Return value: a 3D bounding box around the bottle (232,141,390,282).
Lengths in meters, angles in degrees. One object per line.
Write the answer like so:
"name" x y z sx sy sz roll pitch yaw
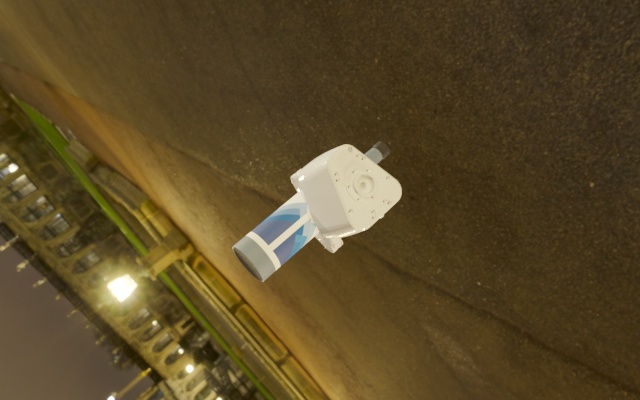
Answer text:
"bottle" 0.000 0.003 0.733 0.295 0.069 0.069 -40 17 -21
